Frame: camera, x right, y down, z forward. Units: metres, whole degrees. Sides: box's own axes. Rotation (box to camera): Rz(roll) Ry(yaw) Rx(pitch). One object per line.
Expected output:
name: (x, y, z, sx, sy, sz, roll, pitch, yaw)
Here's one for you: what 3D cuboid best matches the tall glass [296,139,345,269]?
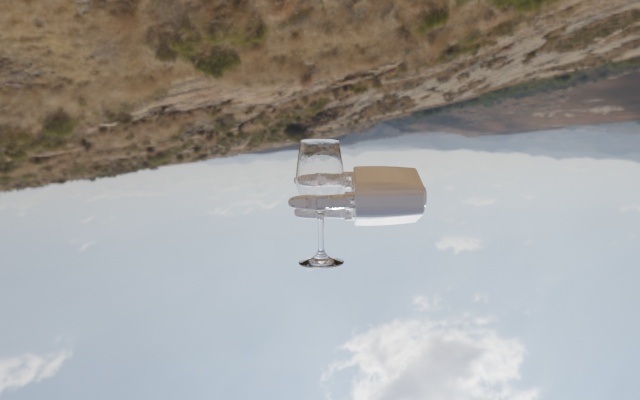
tall glass: (0.000, 0.003, 0.766, 0.079, 0.201, 0.079, -1, 6, 0)
